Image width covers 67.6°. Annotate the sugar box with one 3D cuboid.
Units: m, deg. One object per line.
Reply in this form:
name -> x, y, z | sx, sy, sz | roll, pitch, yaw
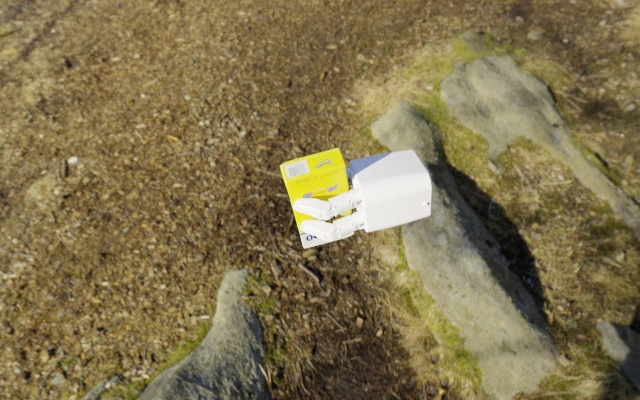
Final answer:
sugar box -> 0.000, 0.003, 0.760 | 0.093, 0.048, 0.176 | -15, -42, -2
